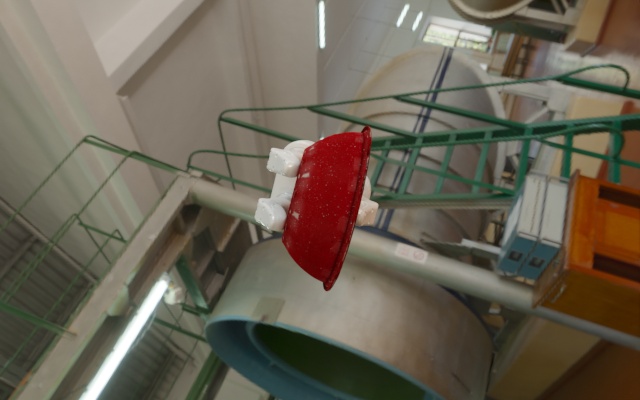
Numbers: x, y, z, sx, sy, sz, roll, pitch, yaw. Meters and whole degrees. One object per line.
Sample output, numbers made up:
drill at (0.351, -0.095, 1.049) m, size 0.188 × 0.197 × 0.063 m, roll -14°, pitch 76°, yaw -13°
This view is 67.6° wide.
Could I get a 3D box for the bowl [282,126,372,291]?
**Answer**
bowl at (0.000, 0.001, 0.455) m, size 0.055 × 0.162 × 0.162 m, roll 14°, pitch -1°, yaw -4°
